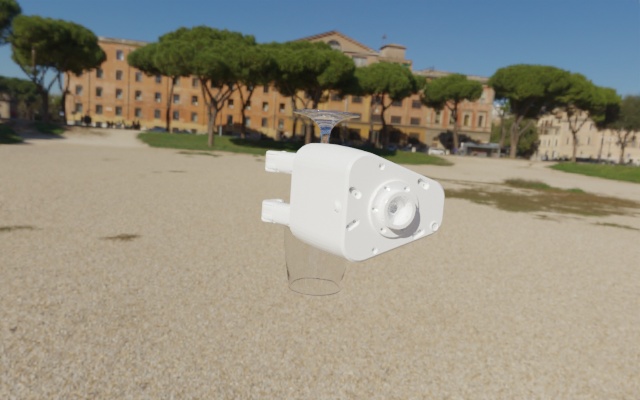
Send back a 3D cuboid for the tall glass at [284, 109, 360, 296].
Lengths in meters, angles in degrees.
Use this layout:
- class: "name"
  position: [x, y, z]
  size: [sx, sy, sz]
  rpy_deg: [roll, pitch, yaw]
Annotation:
- class: "tall glass"
  position: [0.000, 0.001, 0.539]
  size: [0.079, 0.201, 0.079]
  rpy_deg: [4, 7, 0]
